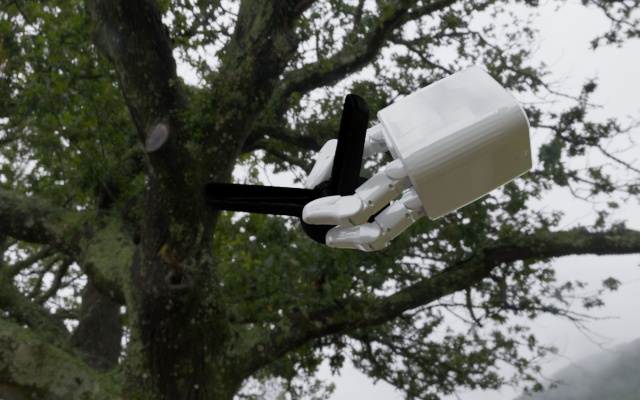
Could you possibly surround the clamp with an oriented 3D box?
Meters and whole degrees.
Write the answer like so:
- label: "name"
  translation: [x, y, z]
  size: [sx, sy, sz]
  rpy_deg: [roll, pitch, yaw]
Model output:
- label: "clamp"
  translation: [0.000, 0.001, 0.466]
  size: [0.164, 0.036, 0.210]
  rpy_deg: [-24, -37, 12]
